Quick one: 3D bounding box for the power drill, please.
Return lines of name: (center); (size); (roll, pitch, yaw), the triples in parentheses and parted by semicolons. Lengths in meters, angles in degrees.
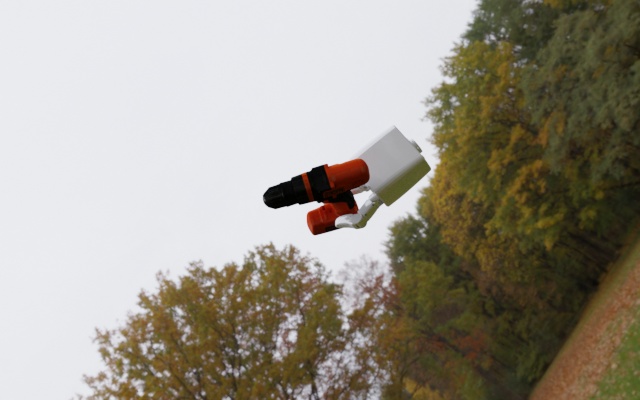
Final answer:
power drill: (0.000, 0.003, 0.861); (0.184, 0.057, 0.188); (-15, -24, 0)
